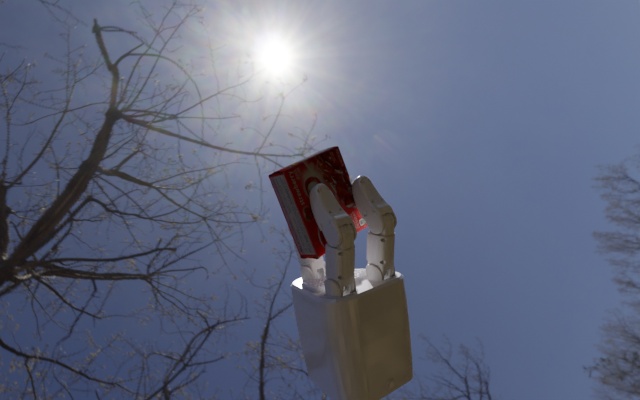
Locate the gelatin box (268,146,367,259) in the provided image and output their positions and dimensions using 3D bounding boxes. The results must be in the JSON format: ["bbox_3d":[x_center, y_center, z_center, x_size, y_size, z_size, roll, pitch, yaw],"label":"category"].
[{"bbox_3d":[0.000,0.001,0.460,0.073,0.089,0.030,-29,12,-37],"label":"gelatin box"}]
